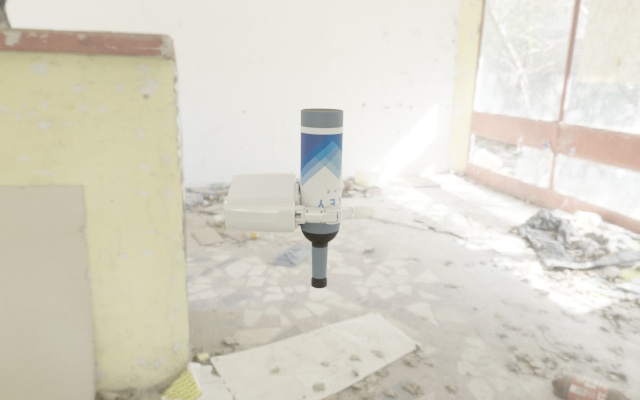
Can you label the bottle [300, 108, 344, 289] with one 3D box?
[{"bbox_3d":[0.000,0.002,0.773,0.069,0.296,0.069,1,15,0],"label":"bottle"}]
